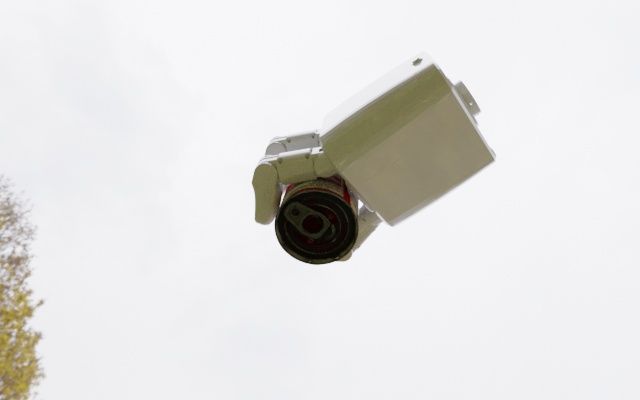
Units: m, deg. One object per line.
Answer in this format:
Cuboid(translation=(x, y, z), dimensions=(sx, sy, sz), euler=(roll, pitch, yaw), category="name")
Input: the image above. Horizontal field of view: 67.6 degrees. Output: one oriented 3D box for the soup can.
Cuboid(translation=(0.000, 0.002, 0.426), dimensions=(0.068, 0.068, 0.102), euler=(0, 25, 4), category="soup can")
